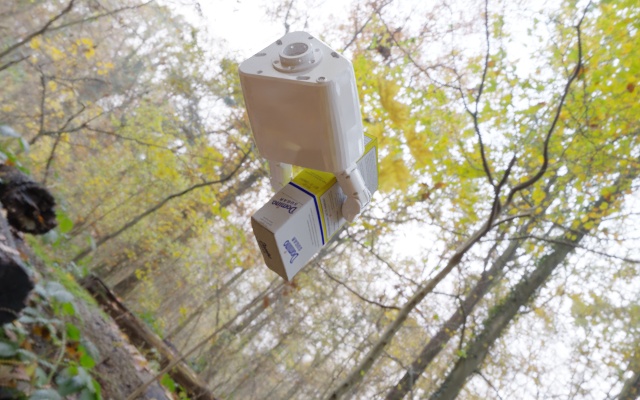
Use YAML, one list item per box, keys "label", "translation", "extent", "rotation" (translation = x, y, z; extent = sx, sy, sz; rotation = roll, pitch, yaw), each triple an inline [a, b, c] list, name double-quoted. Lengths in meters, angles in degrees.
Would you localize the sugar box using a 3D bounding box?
- label: "sugar box"
  translation: [0.000, 0.001, 0.559]
  extent: [0.048, 0.093, 0.176]
  rotation: [32, 60, 31]
